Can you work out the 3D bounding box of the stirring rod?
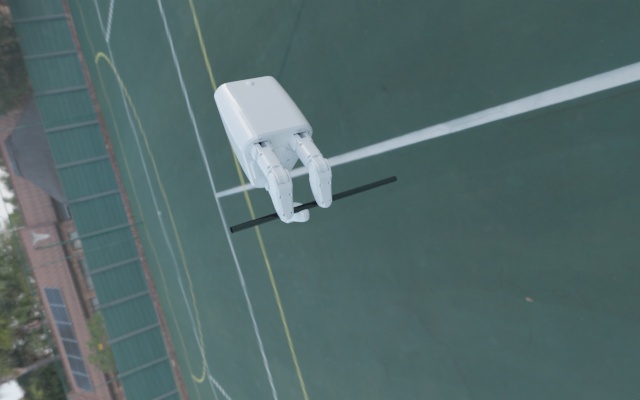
[{"bbox_3d":[0.000,0.002,0.603,0.239,0.011,0.011,-17,8,-27],"label":"stirring rod"}]
